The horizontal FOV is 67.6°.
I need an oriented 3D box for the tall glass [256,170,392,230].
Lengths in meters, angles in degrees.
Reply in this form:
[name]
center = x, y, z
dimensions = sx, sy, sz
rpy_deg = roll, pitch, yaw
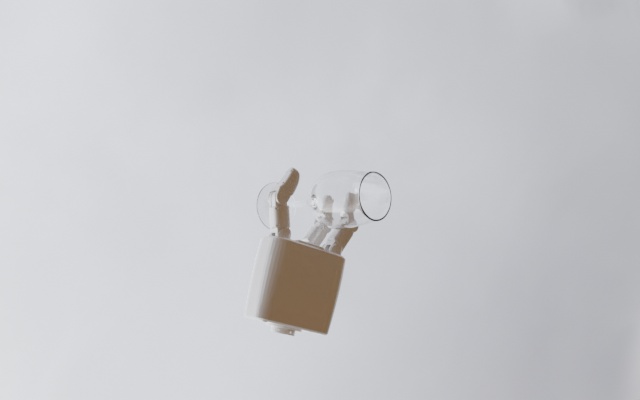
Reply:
[tall glass]
center = 0.000, 0.002, 0.656
dimensions = 0.079, 0.079, 0.201
rpy_deg = 0, -5, -43
